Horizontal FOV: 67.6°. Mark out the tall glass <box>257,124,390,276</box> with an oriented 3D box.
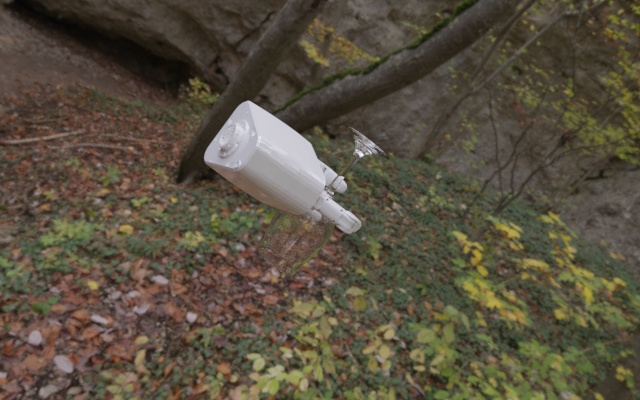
[{"bbox_3d":[0.001,0.002,0.628,0.079,0.201,0.079,37,5,-4],"label":"tall glass"}]
